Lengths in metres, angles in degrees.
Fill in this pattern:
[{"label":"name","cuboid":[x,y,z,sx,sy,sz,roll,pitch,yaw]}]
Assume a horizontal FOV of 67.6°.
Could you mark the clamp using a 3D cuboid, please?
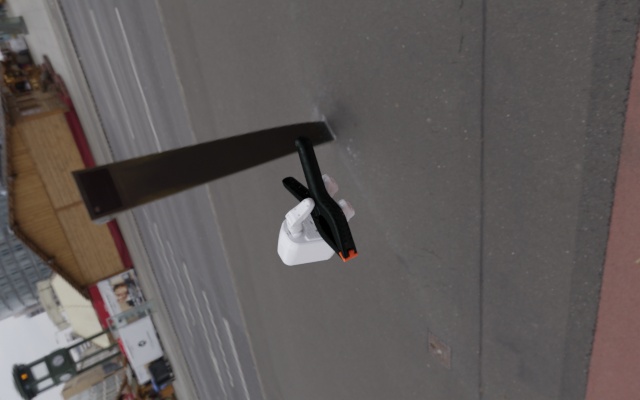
[{"label":"clamp","cuboid":[0.000,0.003,0.799,0.036,0.210,0.165,-25,-22,-21]}]
